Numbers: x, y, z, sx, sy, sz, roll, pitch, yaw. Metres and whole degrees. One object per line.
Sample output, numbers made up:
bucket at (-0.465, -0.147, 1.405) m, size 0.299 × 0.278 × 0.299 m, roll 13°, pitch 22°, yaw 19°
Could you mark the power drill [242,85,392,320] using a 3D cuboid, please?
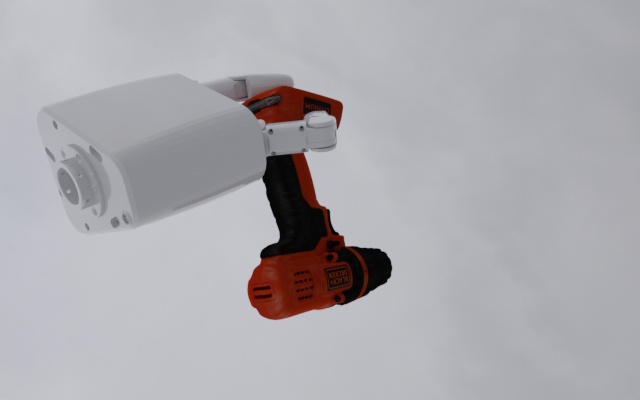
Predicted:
power drill at (0.000, 0.001, 0.429) m, size 0.057 × 0.187 × 0.184 m, roll -16°, pitch -9°, yaw 33°
